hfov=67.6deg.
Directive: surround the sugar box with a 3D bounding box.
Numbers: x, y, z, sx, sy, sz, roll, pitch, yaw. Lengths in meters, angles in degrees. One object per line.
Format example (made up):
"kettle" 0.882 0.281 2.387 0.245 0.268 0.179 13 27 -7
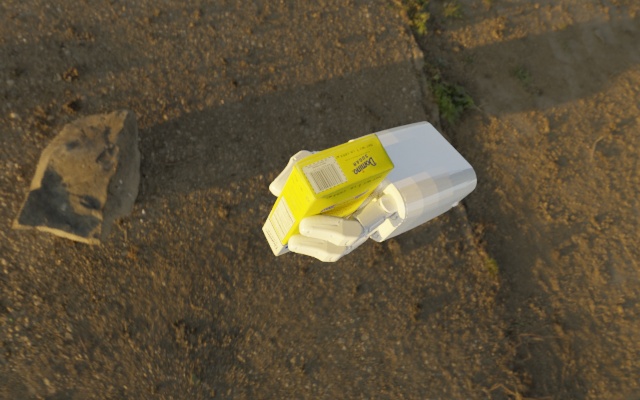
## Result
"sugar box" 0.000 0.002 0.510 0.093 0.048 0.176 -22 -17 -23
